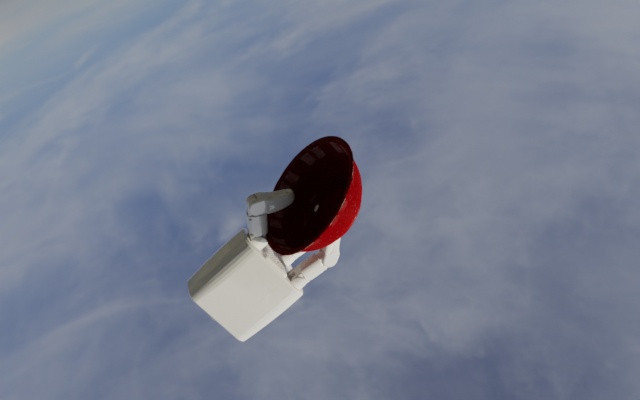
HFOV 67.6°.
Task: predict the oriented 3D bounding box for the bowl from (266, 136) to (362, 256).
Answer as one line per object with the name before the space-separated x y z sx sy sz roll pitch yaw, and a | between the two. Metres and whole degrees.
bowl | 0.001 0.001 0.599 0.055 0.162 0.162 30 -17 -32
